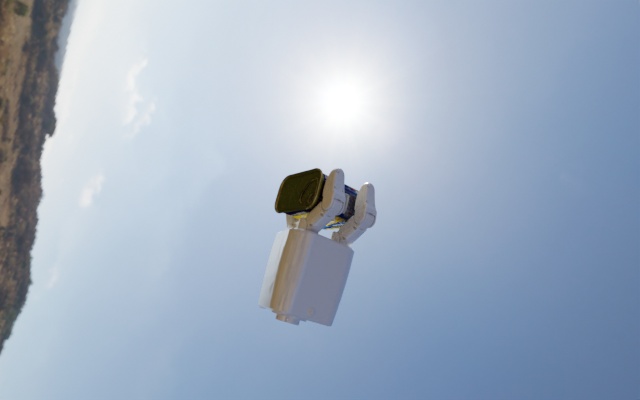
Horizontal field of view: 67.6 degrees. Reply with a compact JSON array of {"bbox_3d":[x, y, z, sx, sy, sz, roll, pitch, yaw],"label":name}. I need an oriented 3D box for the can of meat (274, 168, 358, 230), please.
[{"bbox_3d":[0.000,0.002,0.657,0.084,0.057,0.102,25,-20,-31],"label":"can of meat"}]
